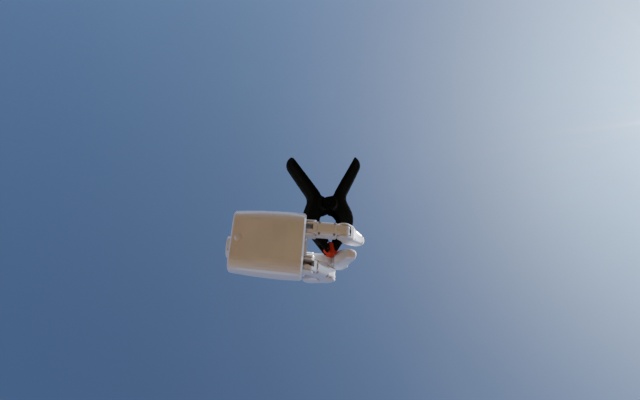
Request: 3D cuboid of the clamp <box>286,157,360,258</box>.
[{"bbox_3d":[0.000,0.003,0.754,0.120,0.171,0.039,5,-25,0],"label":"clamp"}]
